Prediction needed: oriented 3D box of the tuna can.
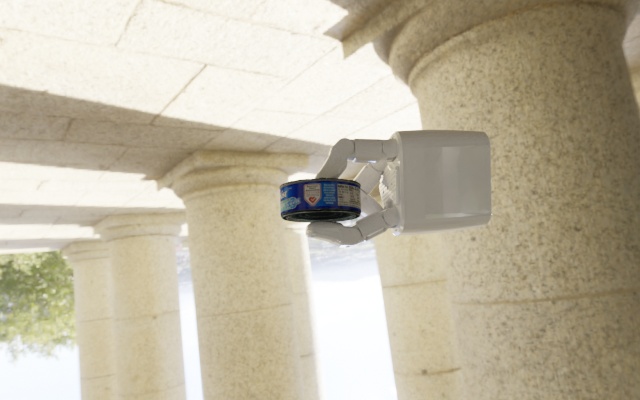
[{"bbox_3d":[0.000,0.002,0.500,0.086,0.033,0.086,-2,-10,0],"label":"tuna can"}]
